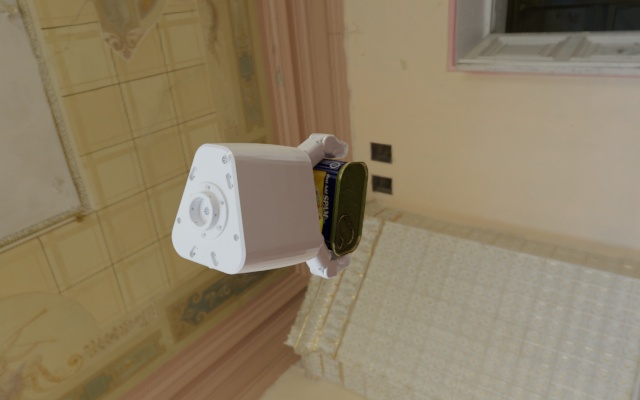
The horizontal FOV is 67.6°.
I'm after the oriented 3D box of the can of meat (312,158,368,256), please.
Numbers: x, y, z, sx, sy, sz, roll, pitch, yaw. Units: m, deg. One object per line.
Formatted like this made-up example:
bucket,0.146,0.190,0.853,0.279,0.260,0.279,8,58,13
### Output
can of meat,0.000,0.002,0.534,0.084,0.102,0.057,12,12,33
